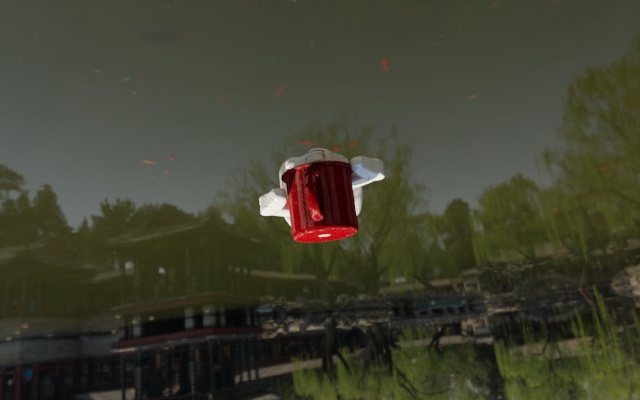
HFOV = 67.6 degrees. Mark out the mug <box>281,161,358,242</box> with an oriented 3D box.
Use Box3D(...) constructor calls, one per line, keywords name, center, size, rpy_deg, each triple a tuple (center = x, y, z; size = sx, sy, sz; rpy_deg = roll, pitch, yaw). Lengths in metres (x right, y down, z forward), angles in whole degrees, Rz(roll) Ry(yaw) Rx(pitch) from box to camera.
Box3D(name="mug", center=(0.000, 0.002, 0.577), size=(0.093, 0.081, 0.117), rpy_deg=(-9, -15, 5))
